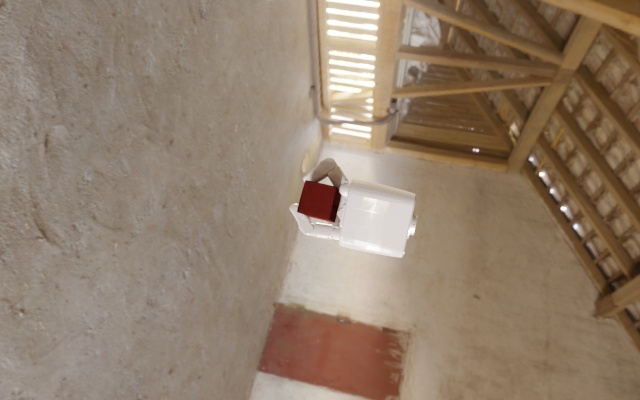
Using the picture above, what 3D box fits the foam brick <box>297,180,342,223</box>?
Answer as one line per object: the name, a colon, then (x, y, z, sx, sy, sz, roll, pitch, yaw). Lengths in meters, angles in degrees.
foam brick: (0.000, 0.003, 0.752, 0.051, 0.053, 0.078, 13, -3, 10)
